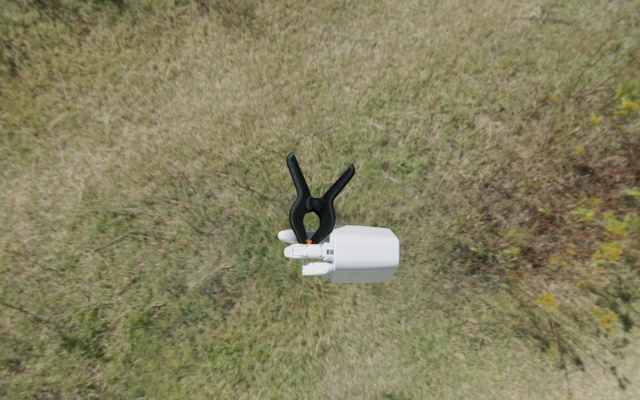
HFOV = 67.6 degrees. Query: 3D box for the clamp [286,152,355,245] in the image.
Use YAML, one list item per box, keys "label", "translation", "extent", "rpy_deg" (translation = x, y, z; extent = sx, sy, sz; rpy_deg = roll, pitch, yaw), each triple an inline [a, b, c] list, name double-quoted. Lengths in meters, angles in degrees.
- label: "clamp"
  translation: [0.000, 0.003, 0.812]
  extent: [0.120, 0.171, 0.039]
  rpy_deg: [1, -9, -2]
